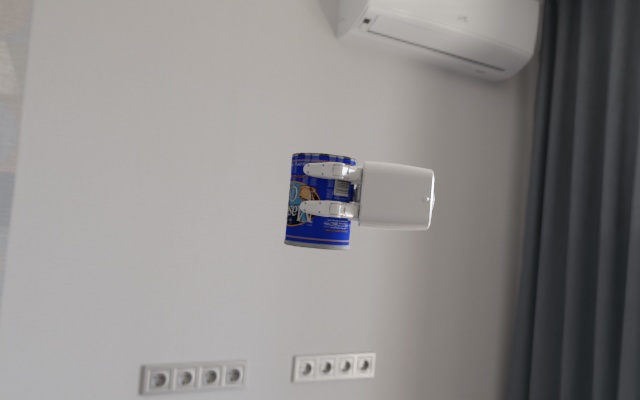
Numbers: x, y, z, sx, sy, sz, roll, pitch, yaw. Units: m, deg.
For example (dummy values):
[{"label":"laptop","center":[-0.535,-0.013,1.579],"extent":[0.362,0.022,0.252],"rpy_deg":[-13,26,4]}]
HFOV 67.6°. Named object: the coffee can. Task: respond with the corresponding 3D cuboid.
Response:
[{"label":"coffee can","center":[0.000,0.003,0.747],"extent":[0.103,0.140,0.103],"rpy_deg":[5,-2,0]}]
